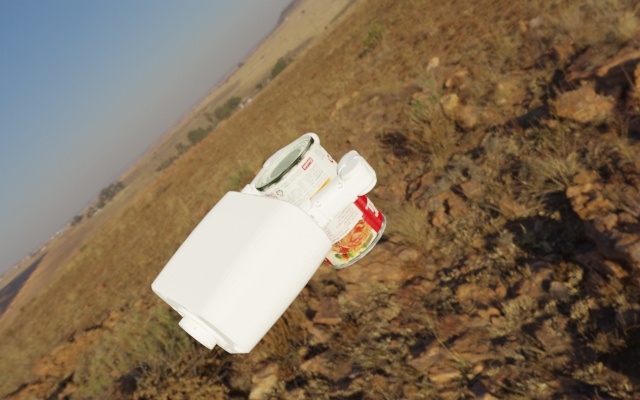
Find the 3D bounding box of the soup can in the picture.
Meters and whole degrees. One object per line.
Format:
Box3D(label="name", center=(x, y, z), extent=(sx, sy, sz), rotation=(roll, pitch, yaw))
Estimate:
Box3D(label="soup can", center=(0.000, 0.001, 0.421), extent=(0.102, 0.068, 0.068), rotation=(47, -19, -19))
